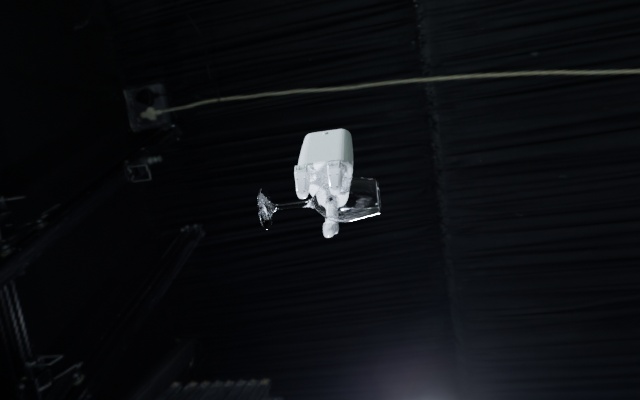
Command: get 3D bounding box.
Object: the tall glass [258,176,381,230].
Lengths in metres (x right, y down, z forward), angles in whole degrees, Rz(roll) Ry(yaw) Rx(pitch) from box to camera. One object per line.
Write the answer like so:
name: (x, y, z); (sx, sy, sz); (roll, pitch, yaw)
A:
tall glass: (-0.001, 0.003, 0.813); (0.201, 0.079, 0.079); (-6, -1, 11)
